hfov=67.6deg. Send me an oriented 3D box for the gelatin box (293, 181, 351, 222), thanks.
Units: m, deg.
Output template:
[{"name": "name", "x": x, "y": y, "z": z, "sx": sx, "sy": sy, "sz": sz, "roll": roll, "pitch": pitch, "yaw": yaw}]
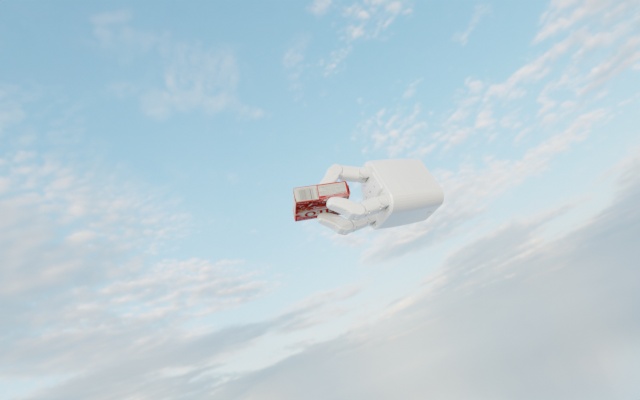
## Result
[{"name": "gelatin box", "x": 0.000, "y": 0.002, "z": 0.779, "sx": 0.089, "sy": 0.030, "sz": 0.073, "roll": -8, "pitch": -26, "yaw": -8}]
